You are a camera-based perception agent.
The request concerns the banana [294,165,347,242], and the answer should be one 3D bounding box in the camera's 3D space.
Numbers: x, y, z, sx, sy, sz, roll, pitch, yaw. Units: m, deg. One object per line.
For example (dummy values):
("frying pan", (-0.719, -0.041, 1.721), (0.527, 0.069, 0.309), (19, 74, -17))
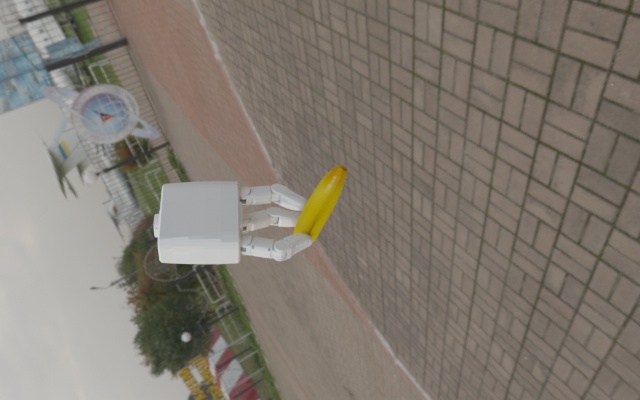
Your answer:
("banana", (-0.008, 0.019, 0.684), (0.037, 0.069, 0.198), (25, -28, -1))
